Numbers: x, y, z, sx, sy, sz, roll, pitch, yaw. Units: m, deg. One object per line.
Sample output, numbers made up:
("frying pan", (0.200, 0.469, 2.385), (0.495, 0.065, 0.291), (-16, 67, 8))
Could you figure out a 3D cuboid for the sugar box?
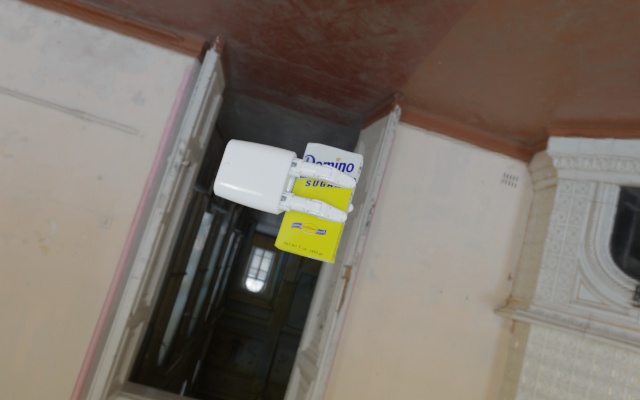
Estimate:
("sugar box", (0.000, 0.002, 0.752), (0.093, 0.176, 0.048), (15, -9, 9))
